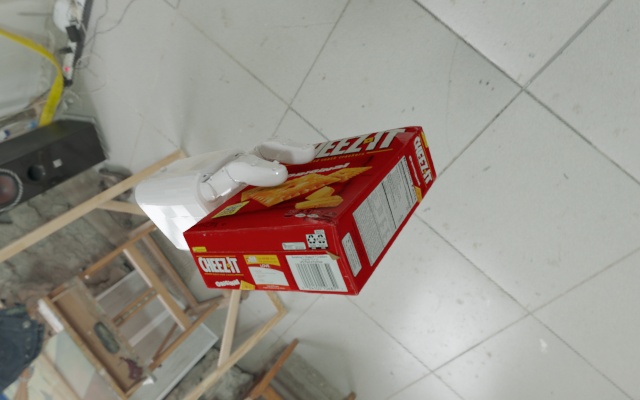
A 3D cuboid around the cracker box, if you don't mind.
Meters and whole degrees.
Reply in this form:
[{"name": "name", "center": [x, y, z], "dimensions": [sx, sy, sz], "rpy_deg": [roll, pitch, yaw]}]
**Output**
[{"name": "cracker box", "center": [0.000, 0.002, 0.470], "dimensions": [0.164, 0.072, 0.213], "rpy_deg": [-5, 25, 34]}]
